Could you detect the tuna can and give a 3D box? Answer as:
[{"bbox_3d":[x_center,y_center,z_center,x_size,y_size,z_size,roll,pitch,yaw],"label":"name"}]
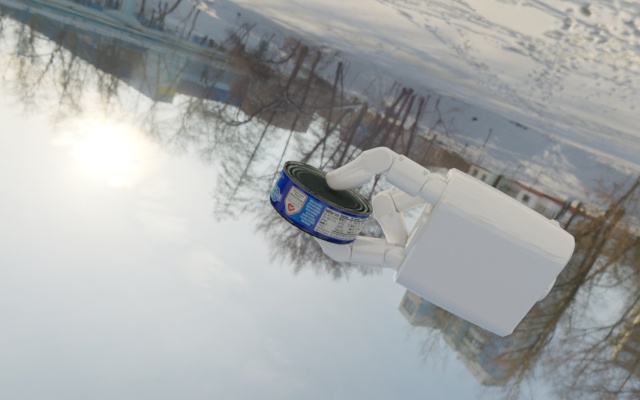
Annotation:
[{"bbox_3d":[0.000,0.002,0.411,0.086,0.034,0.086,26,16,-8],"label":"tuna can"}]
